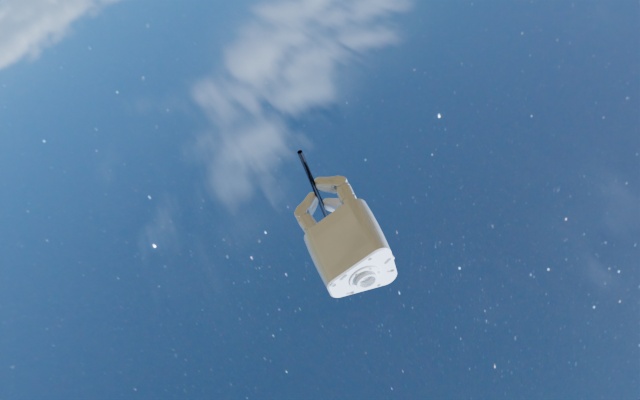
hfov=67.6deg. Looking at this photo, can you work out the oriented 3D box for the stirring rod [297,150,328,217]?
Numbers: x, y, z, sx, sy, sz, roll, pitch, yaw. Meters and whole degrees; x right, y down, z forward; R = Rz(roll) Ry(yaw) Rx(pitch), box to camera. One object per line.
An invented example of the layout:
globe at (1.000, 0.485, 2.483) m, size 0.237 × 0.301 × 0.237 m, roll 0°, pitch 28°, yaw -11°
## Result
stirring rod at (0.000, 0.003, 0.814) m, size 0.011 × 0.011 × 0.240 m, roll 0°, pitch -40°, yaw 20°
